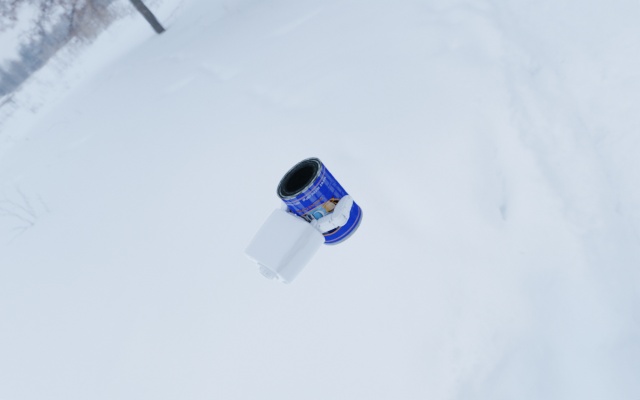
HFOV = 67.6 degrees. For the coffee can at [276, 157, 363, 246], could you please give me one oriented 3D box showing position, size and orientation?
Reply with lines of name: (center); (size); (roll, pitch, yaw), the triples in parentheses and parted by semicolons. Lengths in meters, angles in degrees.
coffee can: (0.000, 0.003, 0.898); (0.103, 0.102, 0.140); (0, -40, 48)
